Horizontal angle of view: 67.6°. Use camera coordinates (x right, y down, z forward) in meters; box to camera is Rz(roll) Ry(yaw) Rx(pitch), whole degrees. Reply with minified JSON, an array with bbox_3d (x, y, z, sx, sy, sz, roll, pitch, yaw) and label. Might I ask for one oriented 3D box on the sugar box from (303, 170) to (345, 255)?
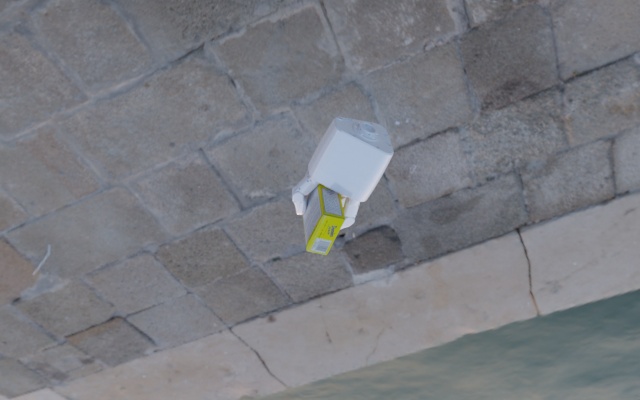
[{"bbox_3d":[0.001,0.003,0.870,0.048,0.093,0.176,14,38,-16],"label":"sugar box"}]
